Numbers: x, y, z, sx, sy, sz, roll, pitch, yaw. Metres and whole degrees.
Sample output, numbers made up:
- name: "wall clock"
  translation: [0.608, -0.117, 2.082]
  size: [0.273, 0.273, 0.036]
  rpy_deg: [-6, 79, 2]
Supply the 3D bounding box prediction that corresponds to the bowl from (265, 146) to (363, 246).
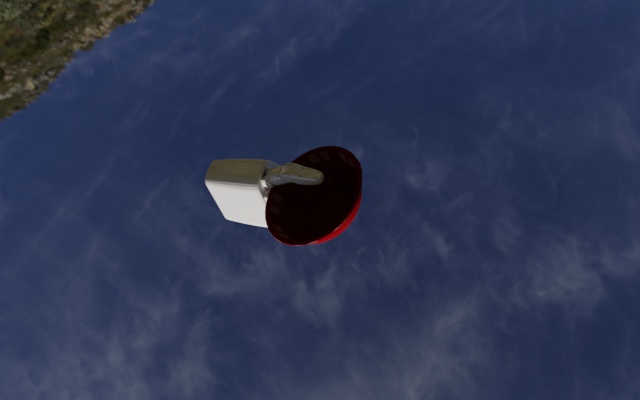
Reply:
- name: "bowl"
  translation: [0.001, 0.003, 0.688]
  size: [0.162, 0.162, 0.055]
  rpy_deg: [0, -29, 37]
